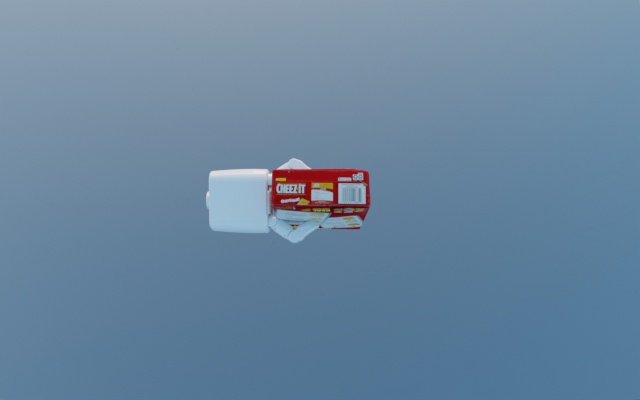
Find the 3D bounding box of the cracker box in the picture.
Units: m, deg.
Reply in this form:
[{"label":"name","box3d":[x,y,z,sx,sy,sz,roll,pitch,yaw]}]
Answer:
[{"label":"cracker box","box3d":[0.000,0.003,0.881,0.164,0.072,0.214,0,-13,0]}]
